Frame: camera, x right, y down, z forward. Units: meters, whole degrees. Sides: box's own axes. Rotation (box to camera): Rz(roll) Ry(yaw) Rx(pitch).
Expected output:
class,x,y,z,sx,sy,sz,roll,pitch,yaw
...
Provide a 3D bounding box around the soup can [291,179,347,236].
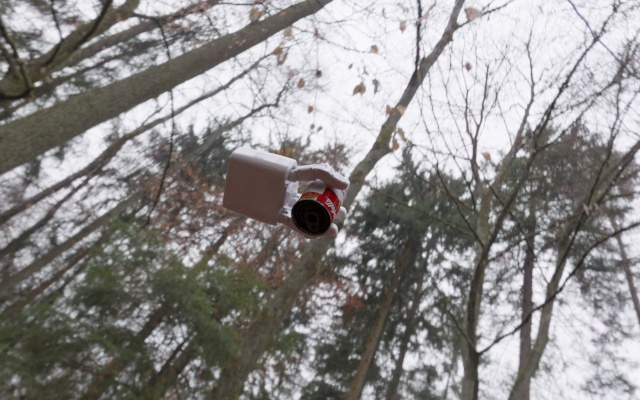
class,x,y,z,sx,sy,sz,roll,pitch,yaw
soup can,0.001,0.003,0.796,0.068,0.068,0.102,0,30,21
